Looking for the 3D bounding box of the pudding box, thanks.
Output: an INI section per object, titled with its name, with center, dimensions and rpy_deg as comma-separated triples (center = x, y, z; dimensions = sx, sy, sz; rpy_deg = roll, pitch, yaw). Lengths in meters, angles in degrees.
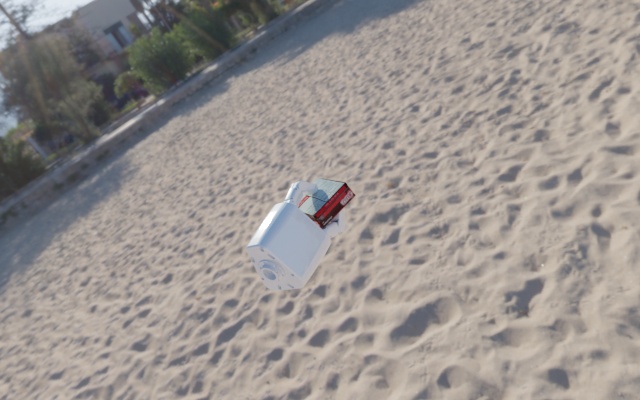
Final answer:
[pudding box]
center = 0.000, 0.003, 0.890
dimensions = 0.090, 0.039, 0.113
rpy_deg = -44, 26, -16
